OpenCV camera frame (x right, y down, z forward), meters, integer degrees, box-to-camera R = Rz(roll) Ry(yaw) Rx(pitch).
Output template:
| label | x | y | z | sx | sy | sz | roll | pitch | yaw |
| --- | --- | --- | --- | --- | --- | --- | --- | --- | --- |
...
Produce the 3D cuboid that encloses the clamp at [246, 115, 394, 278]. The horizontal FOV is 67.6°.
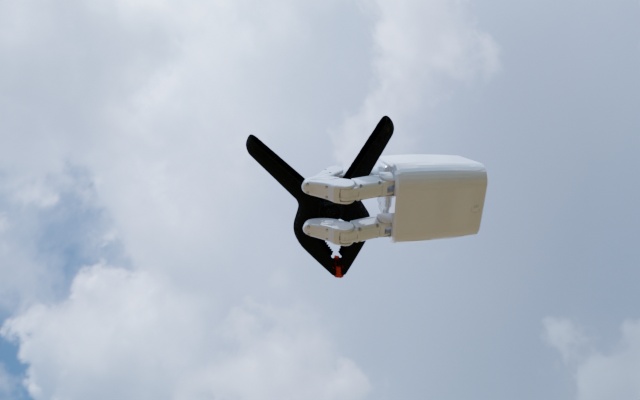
| label | x | y | z | sx | sy | sz | roll | pitch | yaw |
| --- | --- | --- | --- | --- | --- | --- | --- | --- | --- |
| clamp | 0.000 | 0.002 | 0.571 | 0.164 | 0.210 | 0.036 | -1 | 29 | -1 |
